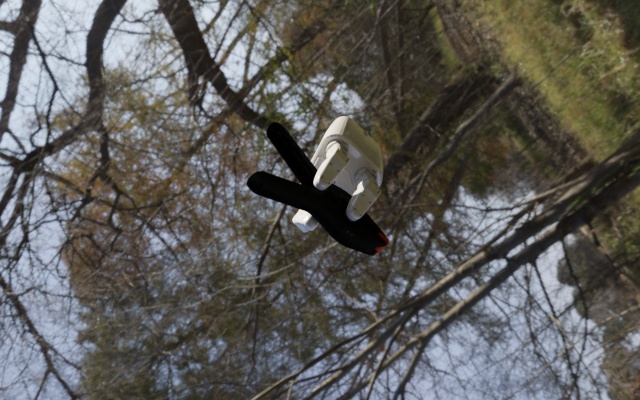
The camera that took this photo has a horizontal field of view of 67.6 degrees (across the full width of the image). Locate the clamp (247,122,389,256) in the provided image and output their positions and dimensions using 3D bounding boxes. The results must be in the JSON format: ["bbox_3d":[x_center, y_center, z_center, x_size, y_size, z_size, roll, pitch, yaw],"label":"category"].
[{"bbox_3d":[0.000,0.003,0.575,0.036,0.210,0.164,-42,13,23],"label":"clamp"}]
